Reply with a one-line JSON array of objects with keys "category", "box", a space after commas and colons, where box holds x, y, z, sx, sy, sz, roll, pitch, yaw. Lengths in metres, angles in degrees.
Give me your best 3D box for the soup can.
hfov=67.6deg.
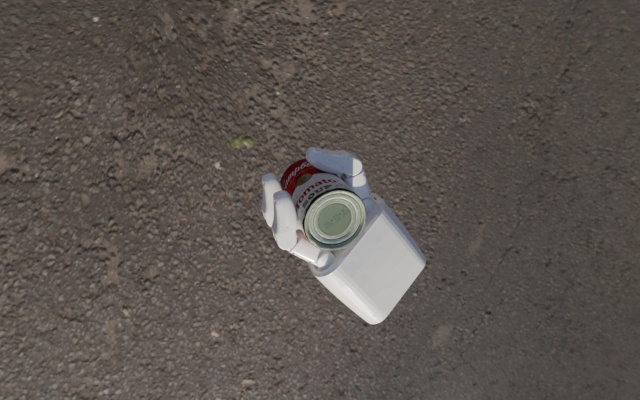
[{"category": "soup can", "box": [0.000, 0.001, 0.508, 0.068, 0.068, 0.102, 0, 22, -19]}]
